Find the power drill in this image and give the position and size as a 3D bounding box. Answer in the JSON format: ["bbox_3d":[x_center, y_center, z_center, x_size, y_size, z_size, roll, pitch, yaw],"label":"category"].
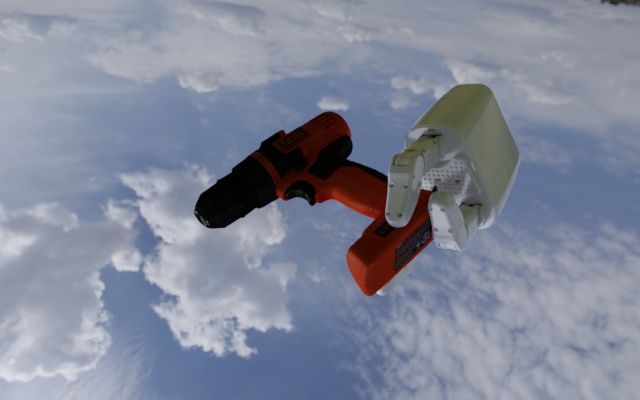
[{"bbox_3d":[0.001,0.002,0.442,0.184,0.057,0.187,-38,55,-22],"label":"power drill"}]
